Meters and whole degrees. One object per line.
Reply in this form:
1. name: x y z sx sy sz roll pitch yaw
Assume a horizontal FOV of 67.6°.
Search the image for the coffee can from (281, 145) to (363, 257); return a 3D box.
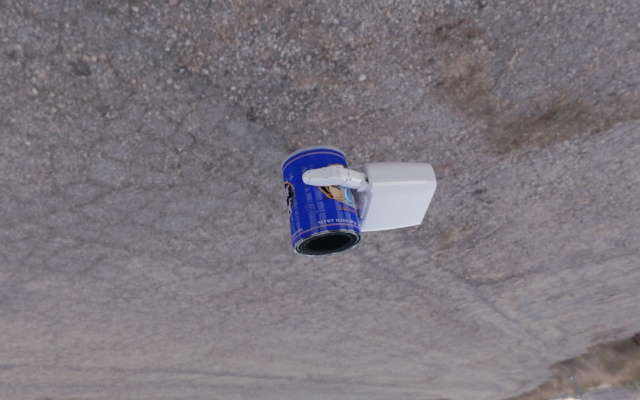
1. coffee can: 0.000 0.002 0.719 0.103 0.140 0.103 -8 -25 -4
